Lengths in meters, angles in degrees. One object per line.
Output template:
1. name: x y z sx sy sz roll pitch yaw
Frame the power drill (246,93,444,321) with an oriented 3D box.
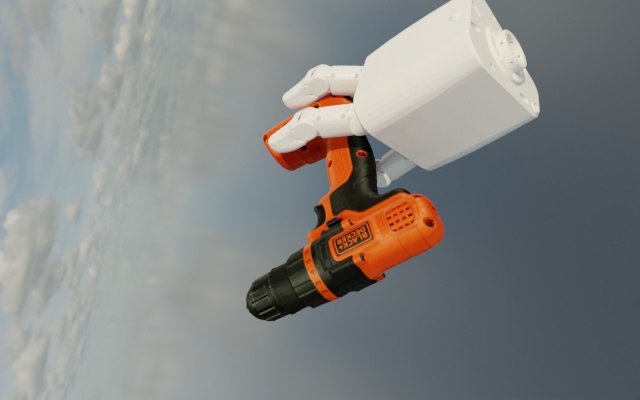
1. power drill: 0.000 0.001 0.441 0.184 0.187 0.057 -28 -36 15
